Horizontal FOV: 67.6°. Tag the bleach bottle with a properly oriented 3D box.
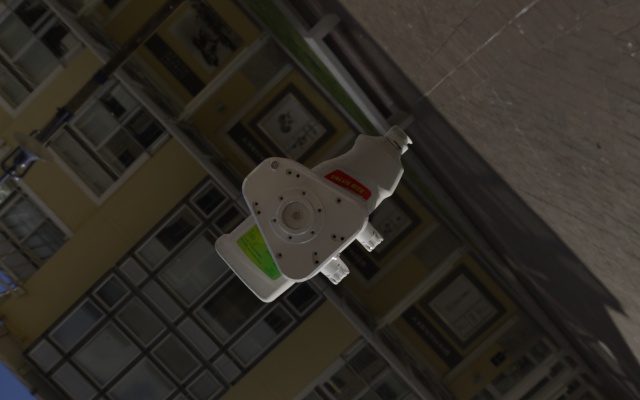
[{"bbox_3d":[0.000,0.002,0.565,0.251,0.102,0.068,-43,-4,4],"label":"bleach bottle"}]
